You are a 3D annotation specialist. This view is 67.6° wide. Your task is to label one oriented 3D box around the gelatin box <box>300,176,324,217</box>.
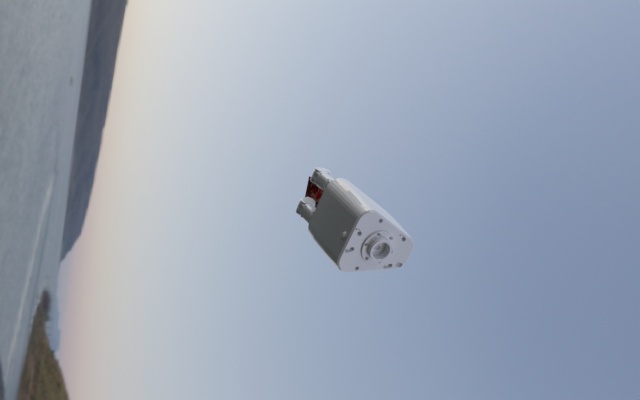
[{"bbox_3d":[0.000,0.003,0.789,0.030,0.073,0.089,9,7,-24],"label":"gelatin box"}]
